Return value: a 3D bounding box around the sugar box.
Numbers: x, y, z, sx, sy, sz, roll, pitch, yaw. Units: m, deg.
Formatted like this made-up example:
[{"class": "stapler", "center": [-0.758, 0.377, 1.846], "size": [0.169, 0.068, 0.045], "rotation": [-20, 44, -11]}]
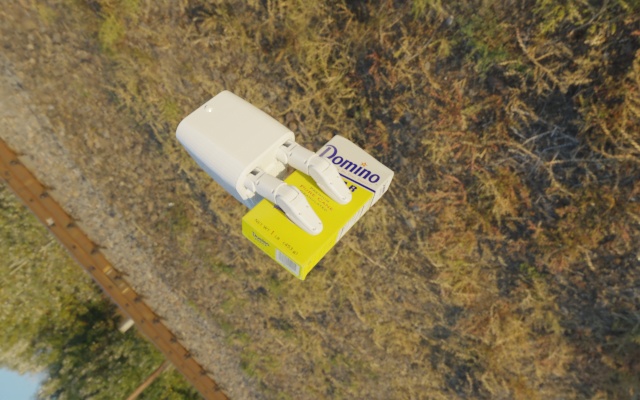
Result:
[{"class": "sugar box", "center": [0.000, 0.002, 0.571], "size": [0.093, 0.176, 0.048], "rotation": [37, -28, 15]}]
